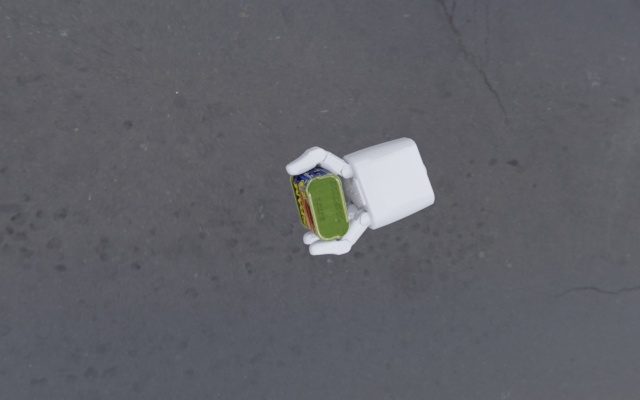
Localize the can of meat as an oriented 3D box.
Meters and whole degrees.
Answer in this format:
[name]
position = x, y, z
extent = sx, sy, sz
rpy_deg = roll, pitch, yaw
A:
[can of meat]
position = 0.000, 0.002, 0.700
extent = 0.057, 0.102, 0.084
rpy_deg = -17, 17, -13
